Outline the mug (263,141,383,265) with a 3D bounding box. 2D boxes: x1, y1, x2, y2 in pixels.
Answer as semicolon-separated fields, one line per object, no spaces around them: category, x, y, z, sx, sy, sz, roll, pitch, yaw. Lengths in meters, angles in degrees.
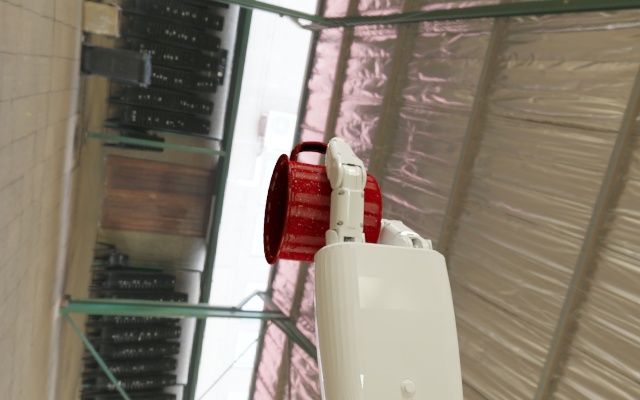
mug;0.000;0.000;0.412;0.081;0.117;0.093;8;-30;-17
